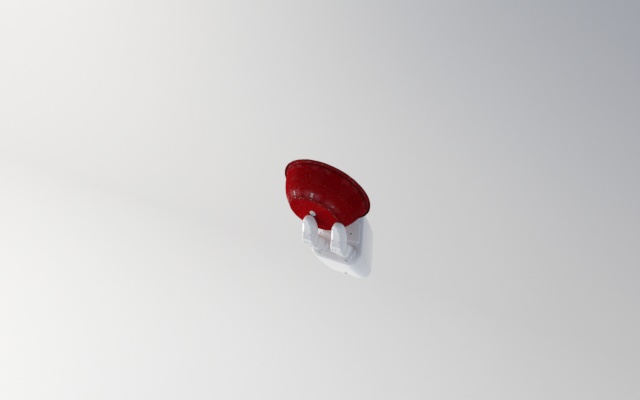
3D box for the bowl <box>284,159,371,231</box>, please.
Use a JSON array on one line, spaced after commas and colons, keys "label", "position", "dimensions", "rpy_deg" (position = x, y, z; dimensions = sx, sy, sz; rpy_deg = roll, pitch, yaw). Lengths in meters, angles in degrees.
[{"label": "bowl", "position": [-0.001, 0.002, 0.804], "dimensions": [0.162, 0.055, 0.162], "rpy_deg": [22, -28, 12]}]
